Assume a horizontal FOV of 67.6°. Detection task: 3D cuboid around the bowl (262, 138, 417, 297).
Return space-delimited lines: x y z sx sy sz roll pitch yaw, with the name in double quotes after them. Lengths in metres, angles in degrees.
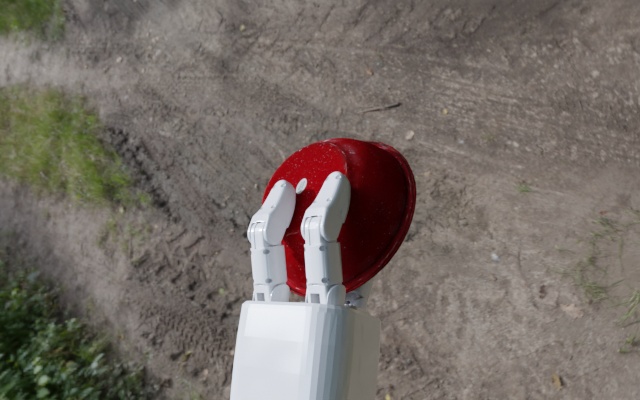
0.000 0.000 0.423 0.162 0.162 0.055 0 -29 42 "bowl"
